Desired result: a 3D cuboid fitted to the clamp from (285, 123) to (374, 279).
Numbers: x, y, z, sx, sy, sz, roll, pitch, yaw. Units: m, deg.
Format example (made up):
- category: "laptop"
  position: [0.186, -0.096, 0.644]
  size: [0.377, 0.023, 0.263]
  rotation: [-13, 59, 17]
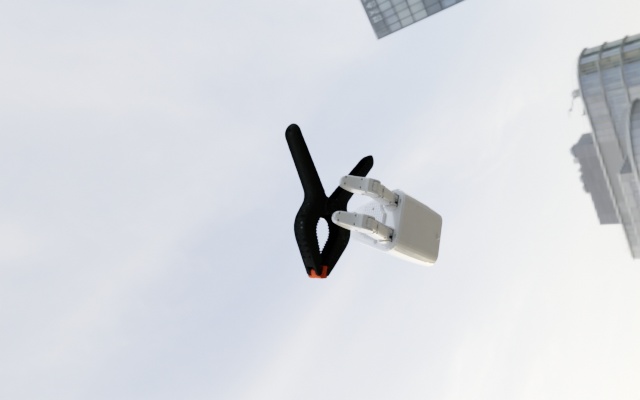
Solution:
- category: "clamp"
  position: [0.000, 0.003, 0.675]
  size: [0.164, 0.210, 0.036]
  rotation: [24, -21, -35]
